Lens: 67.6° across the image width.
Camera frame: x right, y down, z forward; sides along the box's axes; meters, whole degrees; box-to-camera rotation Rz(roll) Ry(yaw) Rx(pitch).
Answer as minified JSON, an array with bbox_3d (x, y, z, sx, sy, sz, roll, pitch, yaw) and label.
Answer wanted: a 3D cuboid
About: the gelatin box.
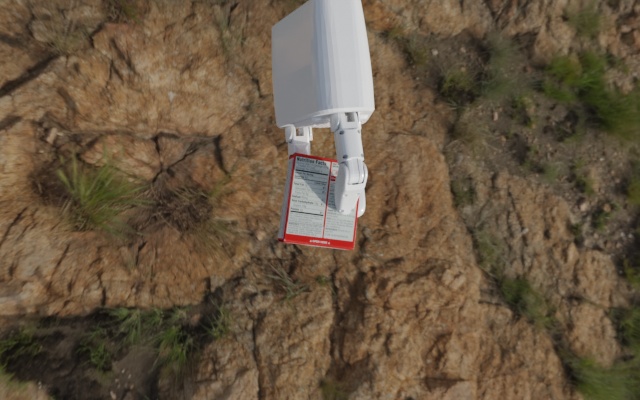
[{"bbox_3d":[0.000,0.002,0.478,0.073,0.089,0.030,8,-6,-17],"label":"gelatin box"}]
